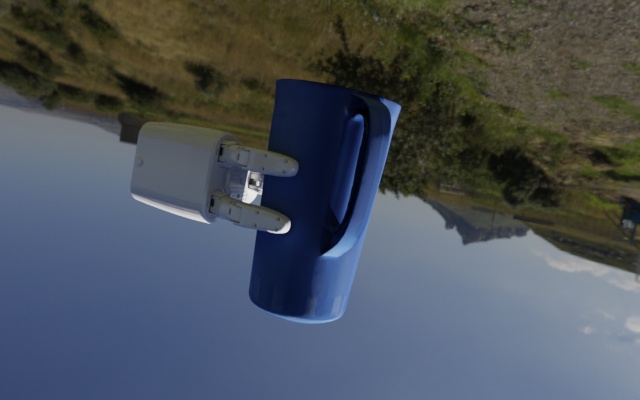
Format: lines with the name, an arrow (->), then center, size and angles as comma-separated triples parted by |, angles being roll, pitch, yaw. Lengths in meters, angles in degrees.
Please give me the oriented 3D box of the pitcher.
pitcher -> 0.000, 0.002, 0.503 | 0.145, 0.243, 0.149 | 13, 6, 19
